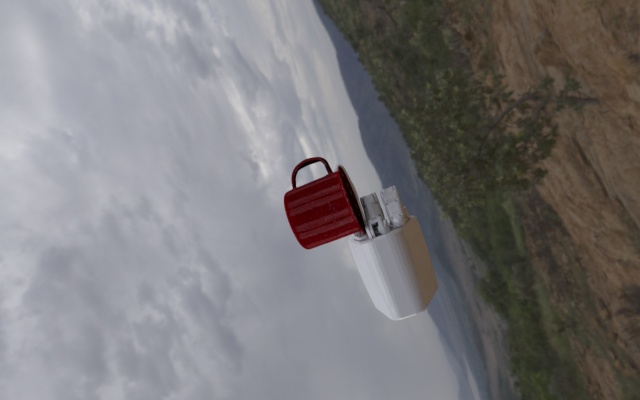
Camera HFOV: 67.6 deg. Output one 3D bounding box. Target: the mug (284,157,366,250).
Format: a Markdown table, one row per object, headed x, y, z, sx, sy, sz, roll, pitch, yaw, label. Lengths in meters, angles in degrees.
| x | y | z | sx | sy | sz | roll | pitch | yaw | label |
| --- | --- | --- | --- | --- | --- | --- | --- | --- | --- |
| -0.001 | 0.001 | 0.614 | 0.081 | 0.117 | 0.093 | -21 | 0 | 9 | mug |
